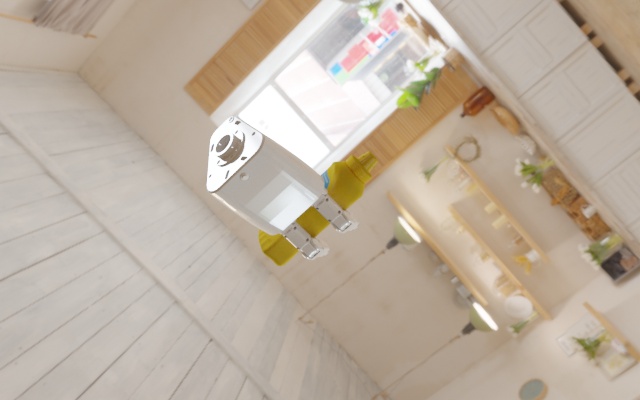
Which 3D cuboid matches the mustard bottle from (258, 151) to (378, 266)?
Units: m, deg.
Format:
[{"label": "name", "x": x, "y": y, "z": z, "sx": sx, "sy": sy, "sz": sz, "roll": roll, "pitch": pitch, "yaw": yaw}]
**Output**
[{"label": "mustard bottle", "x": 0.000, "y": 0.003, "z": 0.653, "sx": 0.191, "sy": 0.058, "sz": 0.096, "roll": -42, "pitch": 16, "yaw": 13}]
